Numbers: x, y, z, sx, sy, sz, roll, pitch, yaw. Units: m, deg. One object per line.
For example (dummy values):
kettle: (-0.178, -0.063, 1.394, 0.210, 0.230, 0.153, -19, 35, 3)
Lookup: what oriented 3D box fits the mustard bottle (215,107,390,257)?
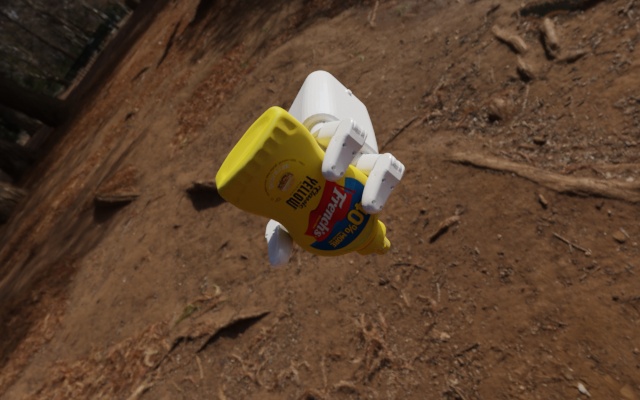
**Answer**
mustard bottle: (0.000, 0.002, 0.469, 0.192, 0.096, 0.058, 36, 6, -28)
